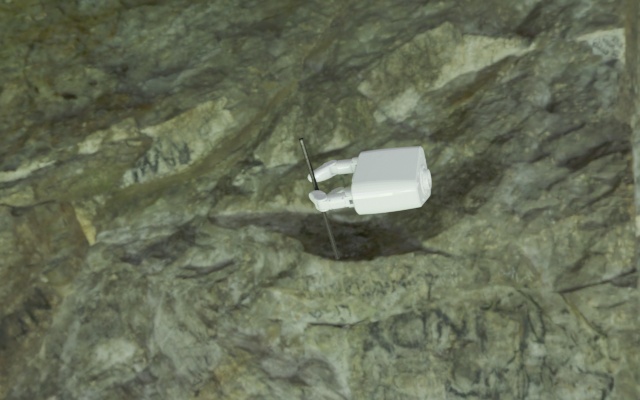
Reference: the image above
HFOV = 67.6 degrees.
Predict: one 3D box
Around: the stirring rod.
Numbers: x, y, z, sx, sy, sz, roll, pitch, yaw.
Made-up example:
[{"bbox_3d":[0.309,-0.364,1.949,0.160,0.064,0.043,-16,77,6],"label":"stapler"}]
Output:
[{"bbox_3d":[0.000,0.003,0.839,0.011,0.240,0.011,-14,25,7],"label":"stirring rod"}]
